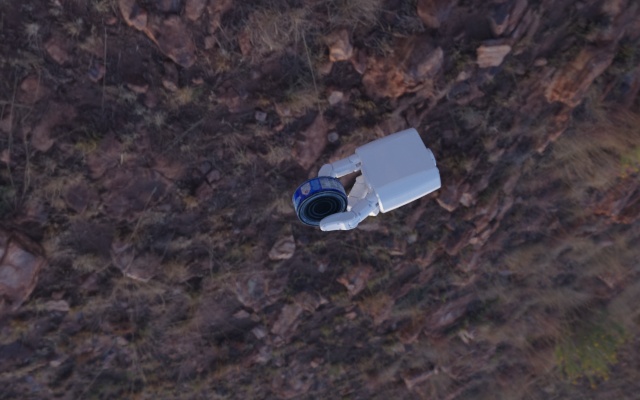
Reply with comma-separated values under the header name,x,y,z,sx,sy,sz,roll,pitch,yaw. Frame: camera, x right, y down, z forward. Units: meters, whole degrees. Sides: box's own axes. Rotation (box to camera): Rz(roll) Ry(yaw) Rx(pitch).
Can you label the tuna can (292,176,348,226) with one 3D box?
name,x,y,z,sx,sy,sz,roll,pitch,yaw
tuna can,0.000,0.003,0.765,0.086,0.033,0.086,-10,-41,-9
